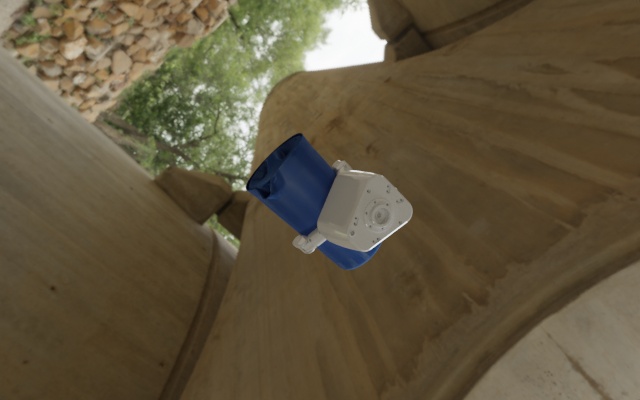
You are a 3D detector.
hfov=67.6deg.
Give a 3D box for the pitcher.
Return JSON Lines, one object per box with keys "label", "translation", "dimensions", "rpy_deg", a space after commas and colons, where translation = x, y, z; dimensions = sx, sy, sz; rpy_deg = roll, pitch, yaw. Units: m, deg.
{"label": "pitcher", "translation": [0.000, 0.003, 0.847], "dimensions": [0.243, 0.149, 0.145], "rpy_deg": [45, -13, -19]}
